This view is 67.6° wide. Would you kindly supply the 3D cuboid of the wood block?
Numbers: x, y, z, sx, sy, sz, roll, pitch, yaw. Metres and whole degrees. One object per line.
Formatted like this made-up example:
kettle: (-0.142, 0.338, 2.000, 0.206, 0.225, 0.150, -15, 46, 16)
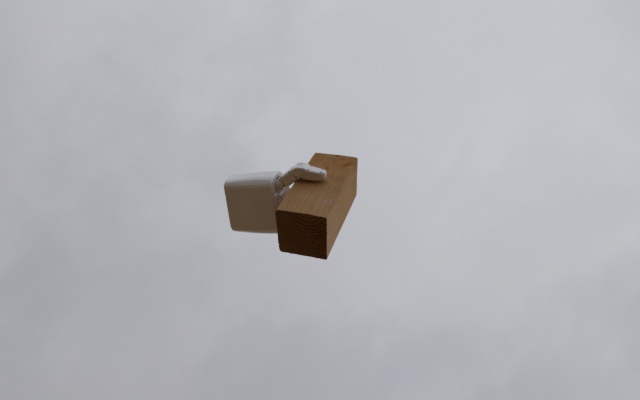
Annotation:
wood block: (0.000, 0.002, 0.869, 0.090, 0.091, 0.206, 9, 36, 15)
